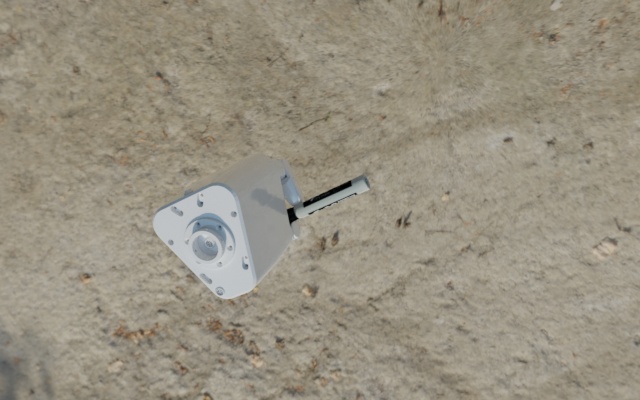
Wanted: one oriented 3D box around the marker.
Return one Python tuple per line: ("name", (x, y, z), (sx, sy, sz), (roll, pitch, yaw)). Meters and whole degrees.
("marker", (0.000, 0.002, 0.555), (0.121, 0.020, 0.020), (-24, -8, 19))
